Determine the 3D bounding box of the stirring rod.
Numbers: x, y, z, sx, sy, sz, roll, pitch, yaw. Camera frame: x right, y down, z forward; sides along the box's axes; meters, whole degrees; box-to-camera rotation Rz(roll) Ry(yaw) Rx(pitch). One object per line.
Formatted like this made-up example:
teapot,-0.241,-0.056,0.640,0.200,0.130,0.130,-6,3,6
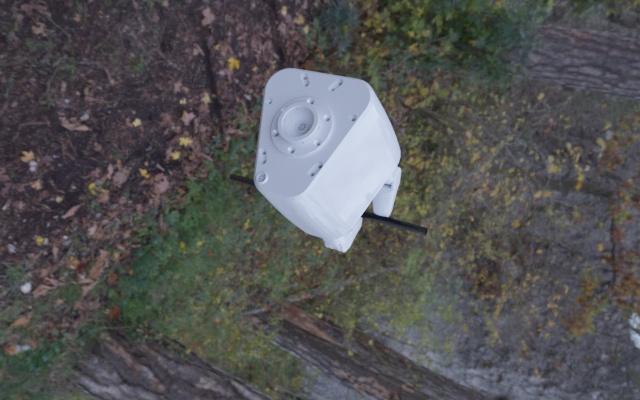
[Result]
stirring rod,0.000,0.002,0.528,0.239,0.011,0.011,16,6,22
